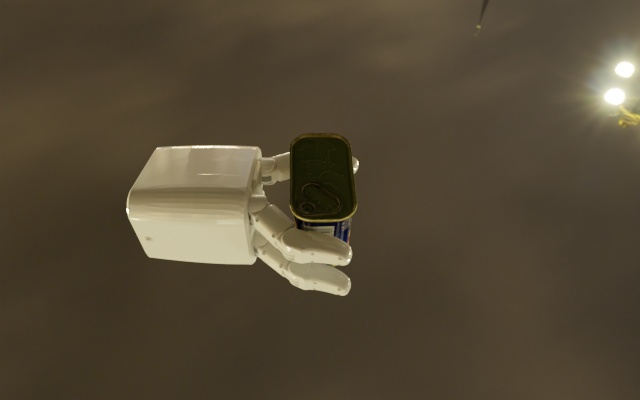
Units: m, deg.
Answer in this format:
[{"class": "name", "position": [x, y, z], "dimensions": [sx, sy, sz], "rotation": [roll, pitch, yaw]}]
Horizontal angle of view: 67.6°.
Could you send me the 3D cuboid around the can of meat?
[{"class": "can of meat", "position": [0.000, 0.002, 0.455], "dimensions": [0.057, 0.102, 0.084], "rotation": [-1, -38, -3]}]
